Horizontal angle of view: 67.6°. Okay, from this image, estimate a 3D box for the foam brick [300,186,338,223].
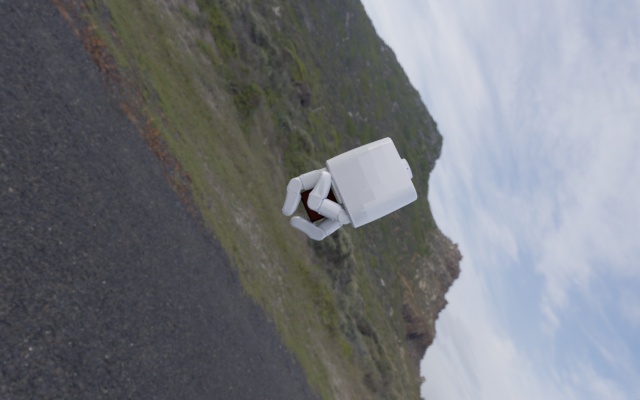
[{"bbox_3d":[0.000,0.003,0.785,0.051,0.053,0.078,-24,0,1],"label":"foam brick"}]
